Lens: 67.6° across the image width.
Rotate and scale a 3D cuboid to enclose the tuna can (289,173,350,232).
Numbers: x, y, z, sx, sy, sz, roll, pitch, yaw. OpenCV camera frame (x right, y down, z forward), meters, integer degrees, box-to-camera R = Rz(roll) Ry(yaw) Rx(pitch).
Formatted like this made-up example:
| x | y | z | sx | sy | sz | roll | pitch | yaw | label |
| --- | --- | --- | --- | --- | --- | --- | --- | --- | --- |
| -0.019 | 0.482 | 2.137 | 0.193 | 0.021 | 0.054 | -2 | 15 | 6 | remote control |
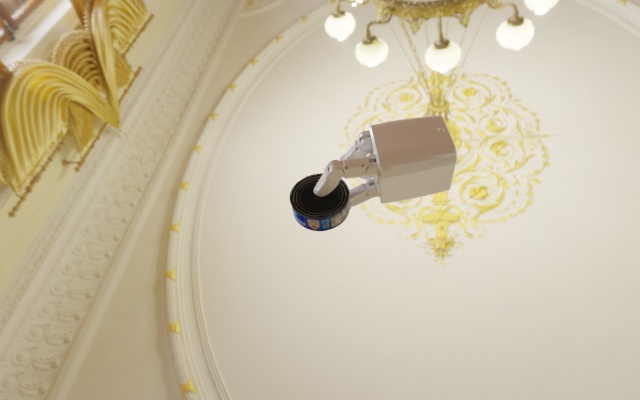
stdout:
| x | y | z | sx | sy | sz | roll | pitch | yaw | label |
| --- | --- | --- | --- | --- | --- | --- | --- | --- | --- |
| 0.000 | 0.003 | 0.688 | 0.086 | 0.086 | 0.034 | 0 | -41 | 8 | tuna can |
